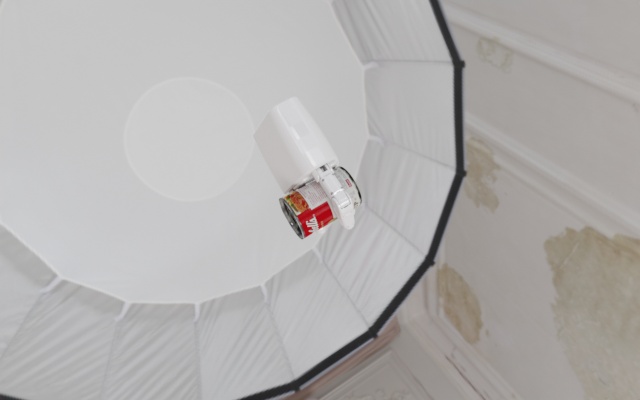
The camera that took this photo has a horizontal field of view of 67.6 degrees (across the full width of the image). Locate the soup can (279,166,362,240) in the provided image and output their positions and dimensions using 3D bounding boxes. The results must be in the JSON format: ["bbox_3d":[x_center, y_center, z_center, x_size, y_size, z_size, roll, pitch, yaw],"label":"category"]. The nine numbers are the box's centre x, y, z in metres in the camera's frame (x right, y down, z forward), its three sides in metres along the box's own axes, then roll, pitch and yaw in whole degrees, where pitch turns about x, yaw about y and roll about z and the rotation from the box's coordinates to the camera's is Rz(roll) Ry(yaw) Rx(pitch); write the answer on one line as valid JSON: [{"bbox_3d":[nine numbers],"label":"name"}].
[{"bbox_3d":[0.001,0.003,0.693,0.102,0.068,0.068,-30,8,-14],"label":"soup can"}]
